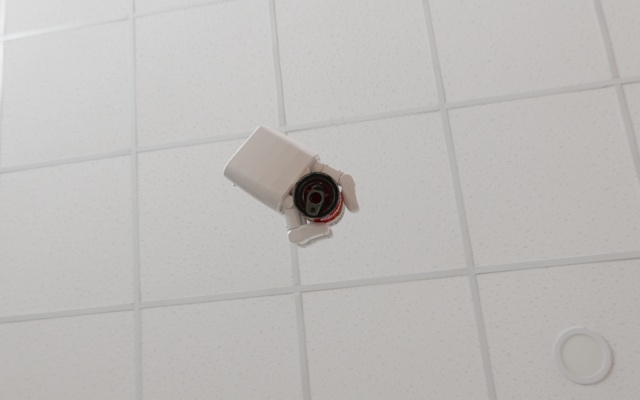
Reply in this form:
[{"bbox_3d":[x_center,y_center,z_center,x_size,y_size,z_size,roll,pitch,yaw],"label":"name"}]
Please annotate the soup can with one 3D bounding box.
[{"bbox_3d":[0.001,0.003,0.716,0.068,0.068,0.102,0,-11,8],"label":"soup can"}]
